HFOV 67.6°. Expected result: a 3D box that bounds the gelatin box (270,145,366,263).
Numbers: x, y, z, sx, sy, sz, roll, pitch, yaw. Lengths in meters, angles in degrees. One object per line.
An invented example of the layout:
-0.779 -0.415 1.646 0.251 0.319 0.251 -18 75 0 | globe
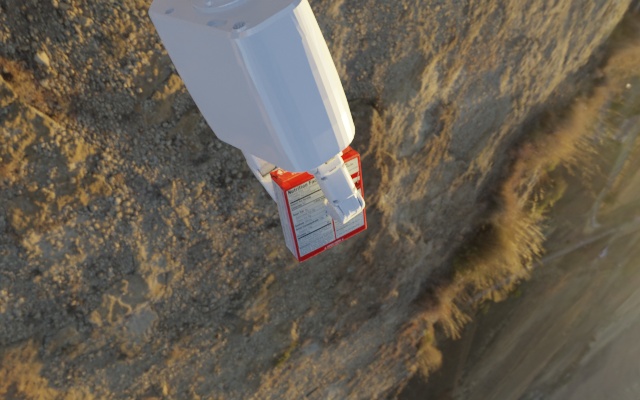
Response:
0.000 0.002 0.417 0.073 0.089 0.030 -26 42 -19 | gelatin box
